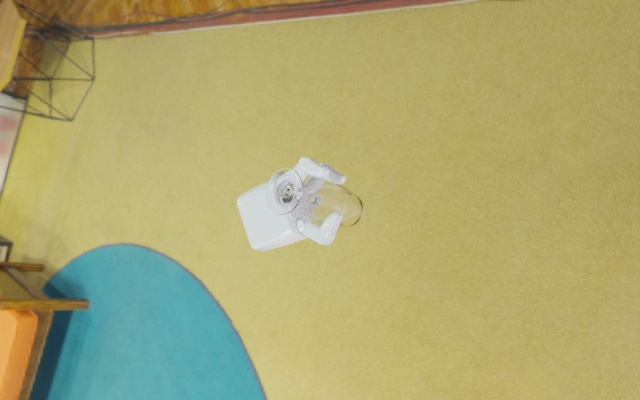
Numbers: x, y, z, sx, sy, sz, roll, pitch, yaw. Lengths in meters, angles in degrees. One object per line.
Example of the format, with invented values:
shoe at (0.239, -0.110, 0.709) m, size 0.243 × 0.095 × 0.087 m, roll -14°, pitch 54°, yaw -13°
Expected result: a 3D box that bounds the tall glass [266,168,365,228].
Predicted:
tall glass at (0.000, 0.003, 0.819) m, size 0.079 × 0.079 × 0.201 m, roll 0°, pitch -10°, yaw 37°
